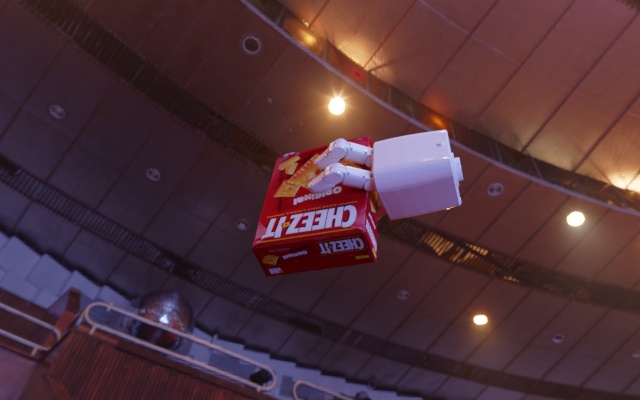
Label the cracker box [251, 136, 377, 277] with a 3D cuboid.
[{"bbox_3d":[0.000,0.002,0.719,0.164,0.072,0.213,-11,39,17],"label":"cracker box"}]
